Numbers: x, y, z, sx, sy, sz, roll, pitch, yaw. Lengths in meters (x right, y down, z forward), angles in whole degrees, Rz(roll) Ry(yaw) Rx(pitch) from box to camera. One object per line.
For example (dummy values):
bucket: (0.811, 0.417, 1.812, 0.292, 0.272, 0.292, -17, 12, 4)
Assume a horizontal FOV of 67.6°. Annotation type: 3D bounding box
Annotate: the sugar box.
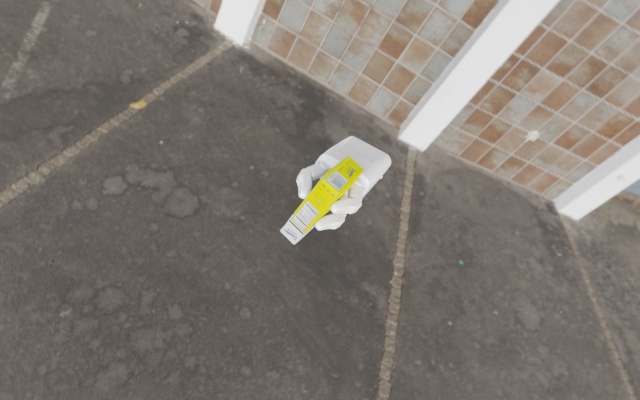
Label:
sugar box: (0.001, 0.003, 0.868, 0.093, 0.048, 0.176, -41, -9, -44)
